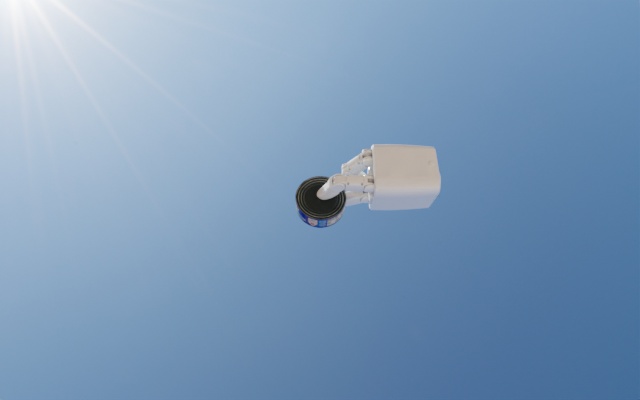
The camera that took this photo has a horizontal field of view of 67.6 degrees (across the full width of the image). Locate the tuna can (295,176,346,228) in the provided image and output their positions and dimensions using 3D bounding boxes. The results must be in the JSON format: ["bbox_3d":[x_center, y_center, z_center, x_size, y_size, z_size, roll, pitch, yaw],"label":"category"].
[{"bbox_3d":[0.000,0.003,0.813,0.086,0.086,0.034,0,-31,-2],"label":"tuna can"}]
